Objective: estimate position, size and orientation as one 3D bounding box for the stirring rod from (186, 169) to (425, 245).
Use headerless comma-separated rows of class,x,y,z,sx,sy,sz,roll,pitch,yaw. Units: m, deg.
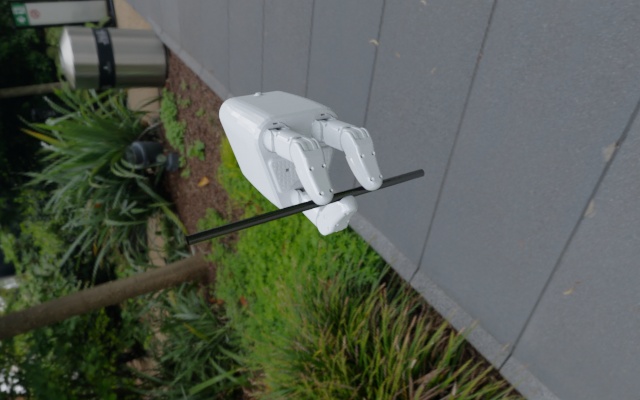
stirring rod,0.000,0.001,0.422,0.239,0.011,0.011,-16,8,-29
